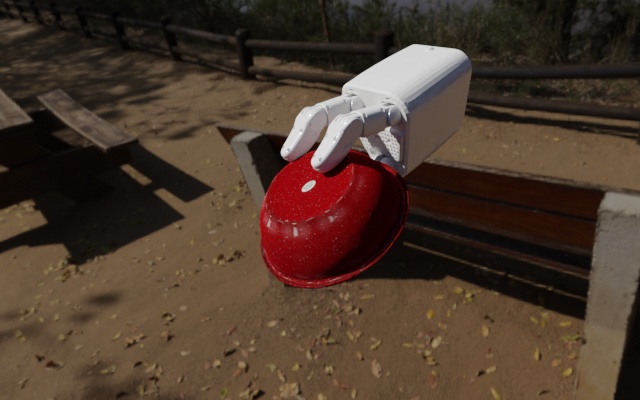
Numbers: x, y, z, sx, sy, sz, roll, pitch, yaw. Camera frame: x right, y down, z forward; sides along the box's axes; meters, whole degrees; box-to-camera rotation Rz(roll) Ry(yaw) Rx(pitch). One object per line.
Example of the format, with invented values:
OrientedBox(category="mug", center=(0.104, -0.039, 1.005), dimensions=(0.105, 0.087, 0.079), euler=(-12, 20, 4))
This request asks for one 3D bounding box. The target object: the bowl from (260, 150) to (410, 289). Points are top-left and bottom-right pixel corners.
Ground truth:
OrientedBox(category="bowl", center=(-0.001, 0.002, 0.459), dimensions=(0.162, 0.162, 0.055), euler=(0, -39, 33))
